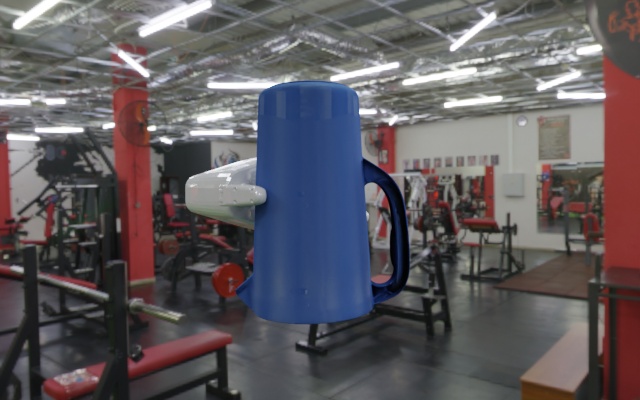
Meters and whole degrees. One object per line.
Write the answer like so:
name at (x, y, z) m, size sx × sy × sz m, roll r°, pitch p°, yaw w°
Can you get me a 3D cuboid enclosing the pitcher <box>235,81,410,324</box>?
pitcher at (0.000, 0.002, 0.517) m, size 0.149 × 0.243 × 0.145 m, roll -3°, pitch 3°, yaw -43°
